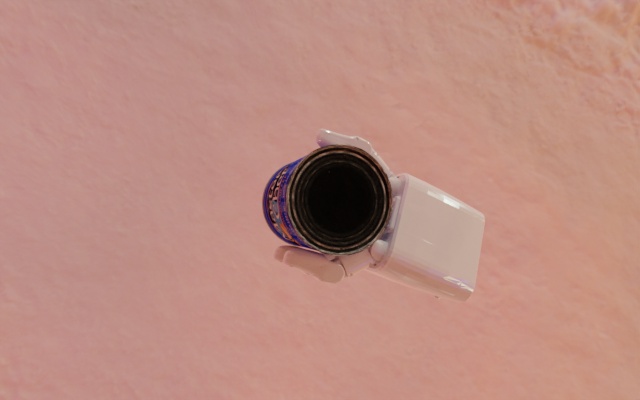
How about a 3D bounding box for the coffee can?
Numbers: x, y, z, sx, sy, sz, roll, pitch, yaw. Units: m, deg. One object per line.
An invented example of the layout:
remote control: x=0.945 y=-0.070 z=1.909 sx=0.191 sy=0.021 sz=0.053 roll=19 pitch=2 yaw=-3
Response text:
coffee can: x=0.000 y=0.002 z=0.499 sx=0.103 sy=0.103 sz=0.140 roll=0 pitch=-2 yaw=-16
